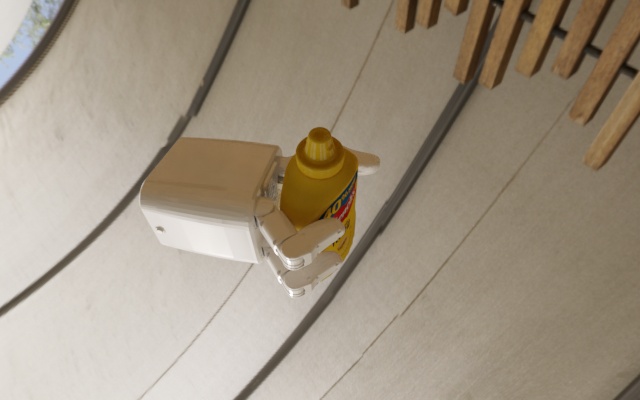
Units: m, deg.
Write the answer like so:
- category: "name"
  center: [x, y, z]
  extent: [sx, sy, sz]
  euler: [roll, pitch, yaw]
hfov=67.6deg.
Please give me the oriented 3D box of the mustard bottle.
- category: "mustard bottle"
  center: [0.000, 0.002, 0.459]
  extent: [0.058, 0.096, 0.192]
  euler: [29, -29, 20]
